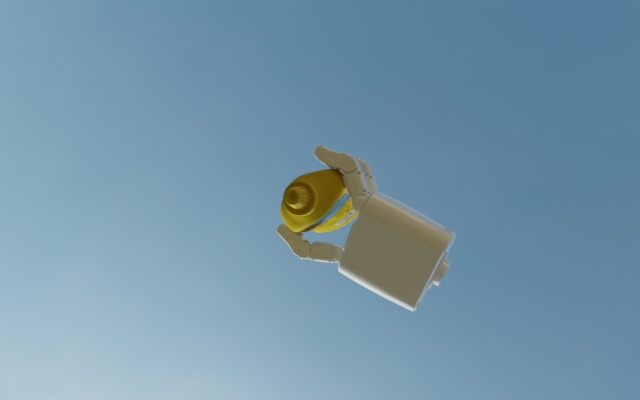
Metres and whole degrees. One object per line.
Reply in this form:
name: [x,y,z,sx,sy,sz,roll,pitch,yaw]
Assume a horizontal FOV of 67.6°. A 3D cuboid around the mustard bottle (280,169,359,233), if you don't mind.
mustard bottle: [0.000,0.002,0.615,0.096,0.058,0.191,-39,-14,13]
